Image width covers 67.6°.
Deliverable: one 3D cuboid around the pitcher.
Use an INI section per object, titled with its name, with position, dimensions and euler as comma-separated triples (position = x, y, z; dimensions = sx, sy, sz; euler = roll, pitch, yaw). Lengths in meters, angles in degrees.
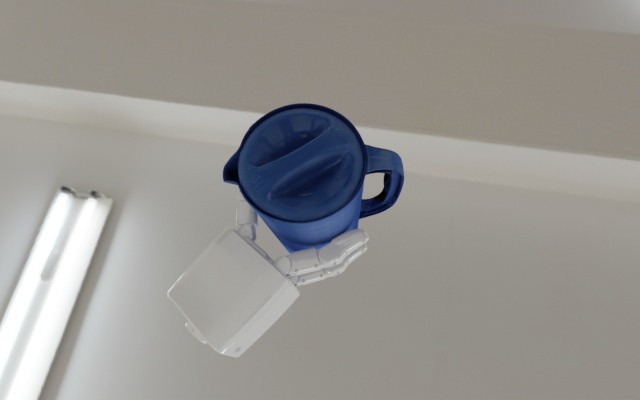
[pitcher]
position = 0.000, 0.002, 0.577
dimensions = 0.149, 0.145, 0.243
euler = 38, -13, 18
